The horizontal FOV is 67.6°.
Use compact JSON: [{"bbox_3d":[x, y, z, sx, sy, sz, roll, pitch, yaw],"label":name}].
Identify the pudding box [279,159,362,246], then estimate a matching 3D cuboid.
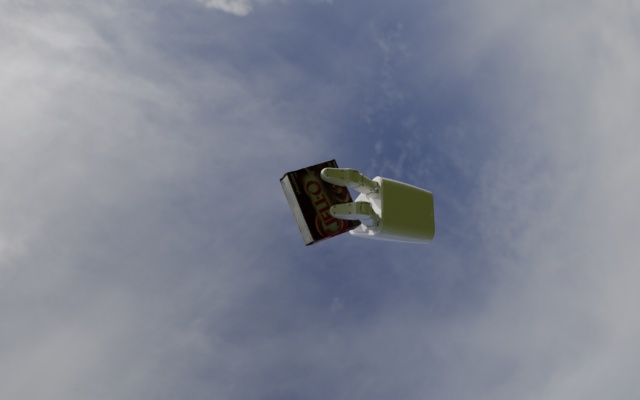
[{"bbox_3d":[0.000,0.002,0.726,0.090,0.113,0.039,-18,-10,-31],"label":"pudding box"}]
